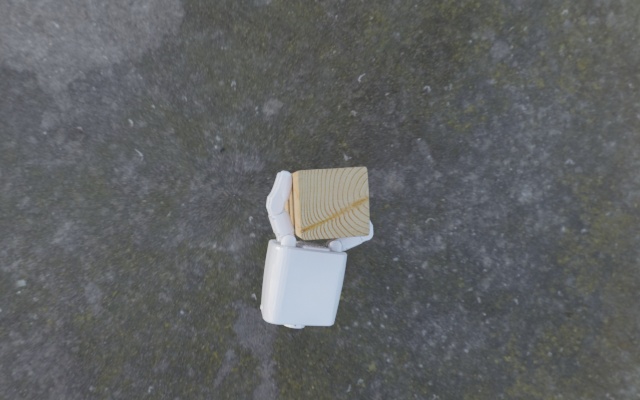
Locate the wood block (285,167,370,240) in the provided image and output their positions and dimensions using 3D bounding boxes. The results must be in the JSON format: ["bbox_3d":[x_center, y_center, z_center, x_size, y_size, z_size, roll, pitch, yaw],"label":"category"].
[{"bbox_3d":[0.000,0.003,0.697,0.091,0.090,0.206,-3,1,-10],"label":"wood block"}]
